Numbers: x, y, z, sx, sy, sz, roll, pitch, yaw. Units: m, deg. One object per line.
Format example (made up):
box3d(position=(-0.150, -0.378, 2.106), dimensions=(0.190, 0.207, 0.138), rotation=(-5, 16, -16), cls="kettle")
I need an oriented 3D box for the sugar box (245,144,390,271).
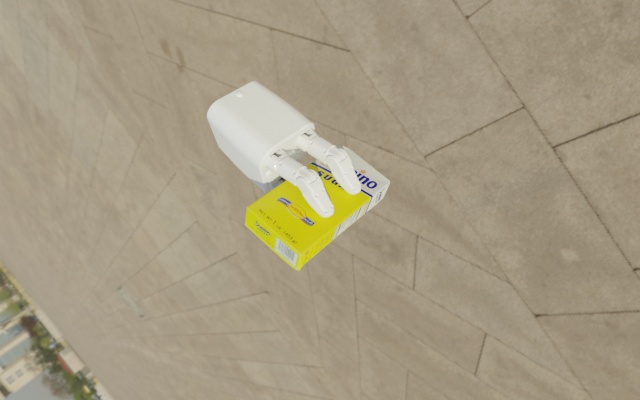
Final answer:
box3d(position=(0.000, 0.002, 0.611), dimensions=(0.176, 0.093, 0.048), rotation=(-39, -21, -32), cls="sugar box")
